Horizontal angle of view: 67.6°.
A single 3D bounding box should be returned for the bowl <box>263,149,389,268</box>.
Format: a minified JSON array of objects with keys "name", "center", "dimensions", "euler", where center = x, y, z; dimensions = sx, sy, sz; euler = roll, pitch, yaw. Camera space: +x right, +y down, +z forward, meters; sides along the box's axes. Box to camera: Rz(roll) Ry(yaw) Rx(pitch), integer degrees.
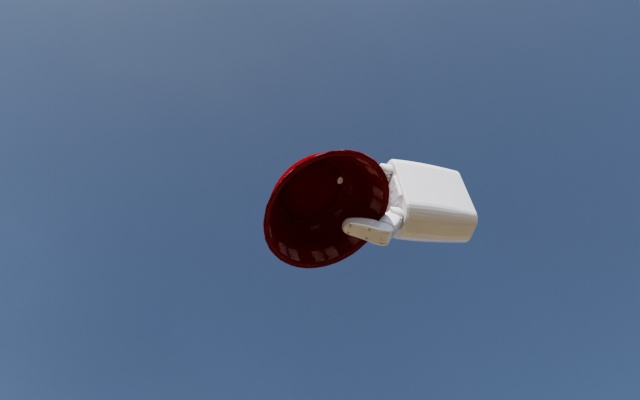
[{"name":"bowl","center":[-0.001,0.001,0.575],"dimensions":[0.162,0.162,0.055],"euler":[0,31,-29]}]
